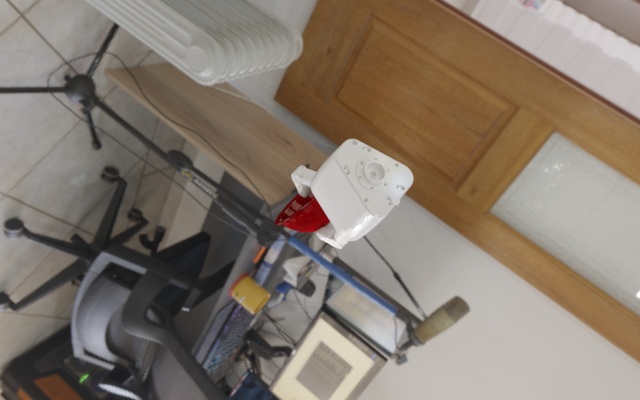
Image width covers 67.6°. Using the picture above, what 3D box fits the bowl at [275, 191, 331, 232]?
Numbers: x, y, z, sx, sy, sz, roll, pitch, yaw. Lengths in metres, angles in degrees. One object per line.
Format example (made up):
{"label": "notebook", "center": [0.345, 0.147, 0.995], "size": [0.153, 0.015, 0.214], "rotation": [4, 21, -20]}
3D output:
{"label": "bowl", "center": [0.000, 0.003, 0.804], "size": [0.162, 0.055, 0.162], "rotation": [-40, 10, 9]}
